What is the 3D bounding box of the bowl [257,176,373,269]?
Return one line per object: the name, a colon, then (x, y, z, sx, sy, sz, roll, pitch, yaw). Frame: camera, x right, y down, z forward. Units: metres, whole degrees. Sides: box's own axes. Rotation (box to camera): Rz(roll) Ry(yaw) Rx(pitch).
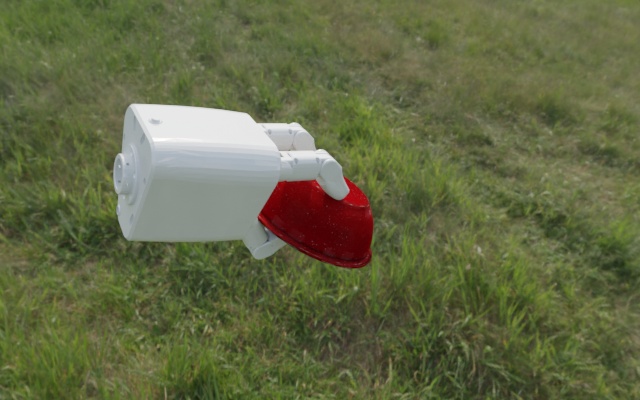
bowl: (0.001, 0.001, 0.522, 0.162, 0.055, 0.162, 28, 19, -10)
